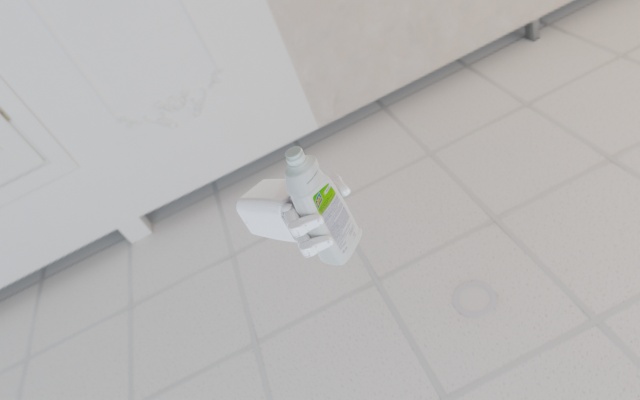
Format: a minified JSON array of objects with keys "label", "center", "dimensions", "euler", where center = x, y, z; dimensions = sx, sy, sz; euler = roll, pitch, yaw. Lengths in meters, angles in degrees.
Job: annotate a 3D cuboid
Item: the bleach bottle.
[{"label":"bleach bottle","center":[0.000,0.003,0.853],"dimensions":[0.068,0.102,0.251],"euler":[6,-41,32]}]
